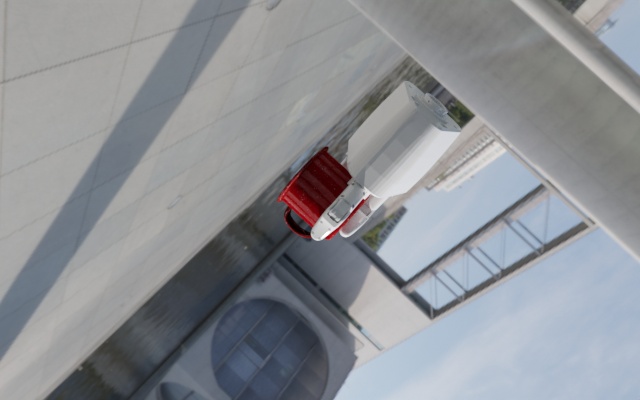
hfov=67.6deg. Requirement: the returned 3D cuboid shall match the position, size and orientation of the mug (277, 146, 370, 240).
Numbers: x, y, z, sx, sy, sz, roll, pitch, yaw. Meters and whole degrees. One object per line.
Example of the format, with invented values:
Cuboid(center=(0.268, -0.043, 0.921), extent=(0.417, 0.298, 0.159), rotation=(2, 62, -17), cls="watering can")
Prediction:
Cuboid(center=(-0.001, 0.003, 0.598), extent=(0.117, 0.081, 0.093), rotation=(-49, -3, 27), cls="mug")
